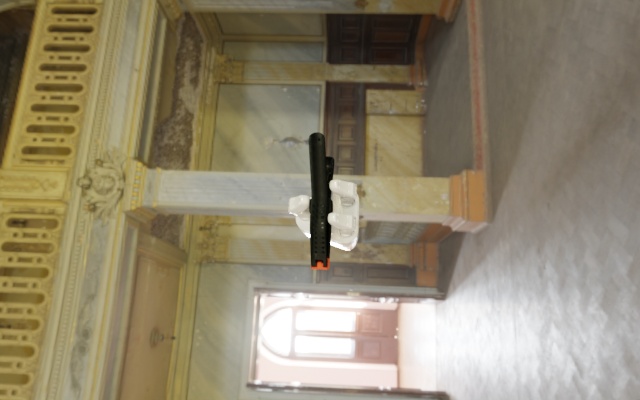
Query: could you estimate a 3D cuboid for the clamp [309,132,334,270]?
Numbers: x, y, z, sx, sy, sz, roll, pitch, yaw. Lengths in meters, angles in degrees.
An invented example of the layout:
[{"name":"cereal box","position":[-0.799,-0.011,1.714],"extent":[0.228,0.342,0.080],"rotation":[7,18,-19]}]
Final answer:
[{"name":"clamp","position":[-0.001,0.003,0.763],"extent":[0.036,0.210,0.164],"rotation":[0,-15,9]}]
